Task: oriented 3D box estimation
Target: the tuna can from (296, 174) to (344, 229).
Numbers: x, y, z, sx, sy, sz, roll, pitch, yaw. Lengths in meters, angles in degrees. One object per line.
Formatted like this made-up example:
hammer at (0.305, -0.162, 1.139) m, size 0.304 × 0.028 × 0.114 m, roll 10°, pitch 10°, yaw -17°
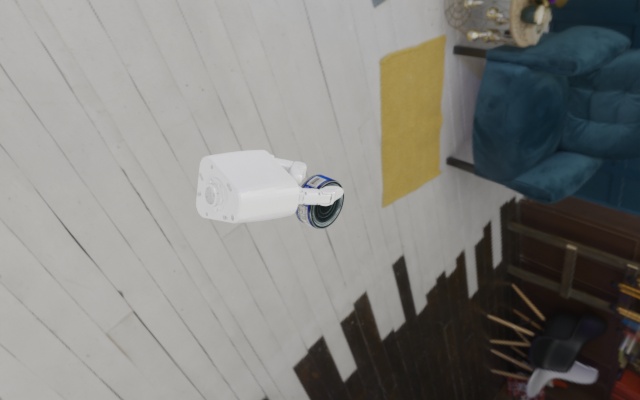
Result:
tuna can at (0.001, 0.003, 0.781) m, size 0.033 × 0.086 × 0.086 m, roll 23°, pitch 14°, yaw 37°
